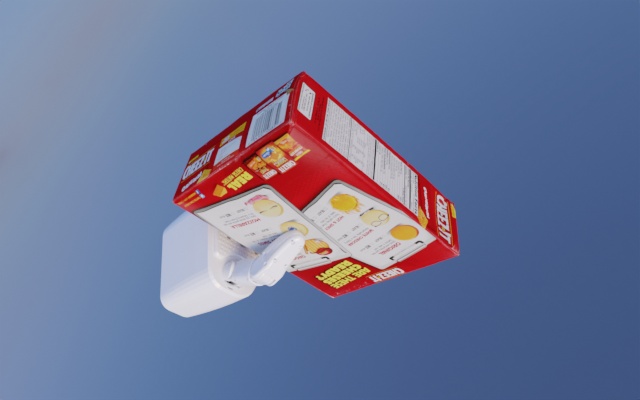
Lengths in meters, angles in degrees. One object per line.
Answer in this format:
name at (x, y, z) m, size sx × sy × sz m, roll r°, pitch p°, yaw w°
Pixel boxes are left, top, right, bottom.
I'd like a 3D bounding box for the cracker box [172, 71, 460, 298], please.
cracker box at (0.000, 0.002, 0.450) m, size 0.214 × 0.072 × 0.164 m, roll 35°, pitch -44°, yaw -31°
